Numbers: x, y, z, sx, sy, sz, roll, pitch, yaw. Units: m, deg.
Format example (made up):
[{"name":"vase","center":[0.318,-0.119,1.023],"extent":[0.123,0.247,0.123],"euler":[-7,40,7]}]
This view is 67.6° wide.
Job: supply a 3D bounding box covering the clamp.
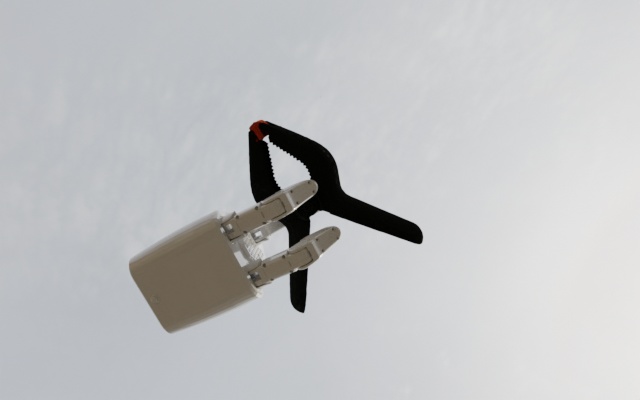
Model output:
[{"name":"clamp","center":[0.000,0.001,0.506],"extent":[0.164,0.210,0.036],"euler":[-26,11,8]}]
